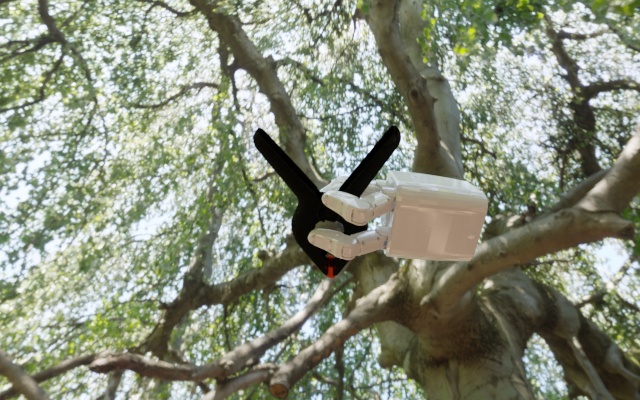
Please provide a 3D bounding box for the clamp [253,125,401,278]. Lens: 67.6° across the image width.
[{"bbox_3d":[0.000,0.002,0.577,0.164,0.210,0.036,6,30,1],"label":"clamp"}]
